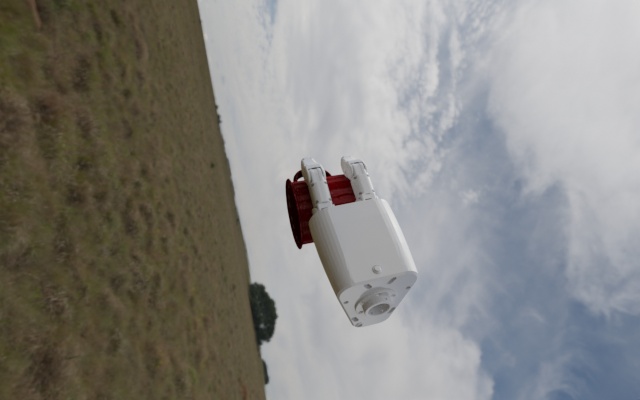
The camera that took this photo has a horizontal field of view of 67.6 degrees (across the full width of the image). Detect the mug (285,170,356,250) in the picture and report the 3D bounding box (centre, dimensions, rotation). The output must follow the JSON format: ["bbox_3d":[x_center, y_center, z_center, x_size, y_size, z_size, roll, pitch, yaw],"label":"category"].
[{"bbox_3d":[0.000,0.001,0.633,0.081,0.117,0.093,-10,-39,-11],"label":"mug"}]
